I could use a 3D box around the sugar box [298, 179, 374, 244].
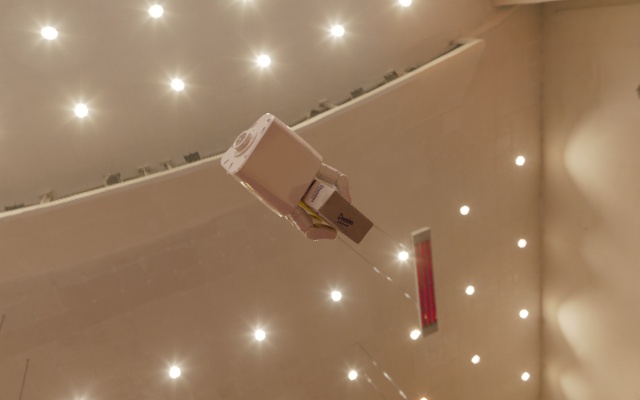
[{"bbox_3d":[0.000,0.003,0.756,0.093,0.048,0.176,40,-2,-30],"label":"sugar box"}]
